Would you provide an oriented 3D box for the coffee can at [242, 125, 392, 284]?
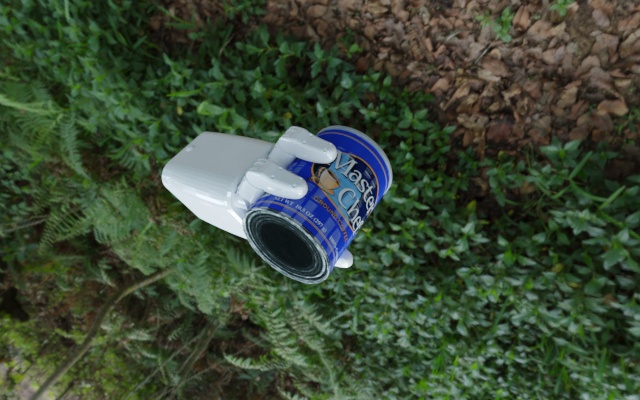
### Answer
[{"bbox_3d":[0.000,0.002,0.506,0.103,0.103,0.140,0,40,42],"label":"coffee can"}]
